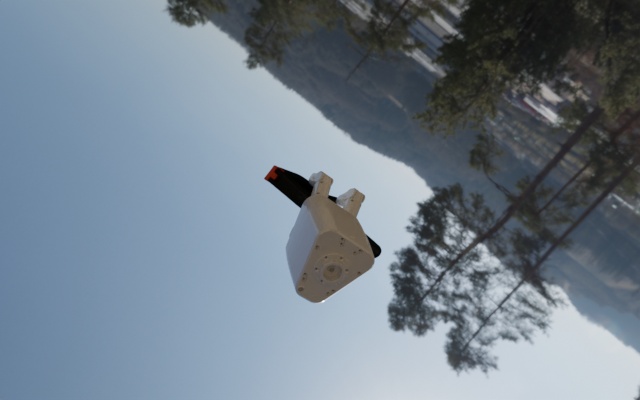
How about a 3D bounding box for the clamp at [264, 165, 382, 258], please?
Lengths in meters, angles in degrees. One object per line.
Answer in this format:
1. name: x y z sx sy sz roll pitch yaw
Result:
1. clamp: -0.001 0.003 0.780 0.210 0.036 0.164 34 14 -21
